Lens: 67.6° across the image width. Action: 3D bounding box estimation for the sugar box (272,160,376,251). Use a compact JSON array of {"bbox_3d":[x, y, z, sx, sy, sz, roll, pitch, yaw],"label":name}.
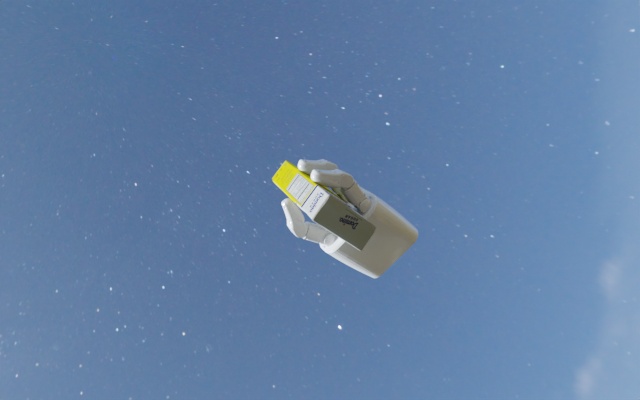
[{"bbox_3d":[0.000,0.002,0.685,0.093,0.048,0.176,34,1,-30],"label":"sugar box"}]
